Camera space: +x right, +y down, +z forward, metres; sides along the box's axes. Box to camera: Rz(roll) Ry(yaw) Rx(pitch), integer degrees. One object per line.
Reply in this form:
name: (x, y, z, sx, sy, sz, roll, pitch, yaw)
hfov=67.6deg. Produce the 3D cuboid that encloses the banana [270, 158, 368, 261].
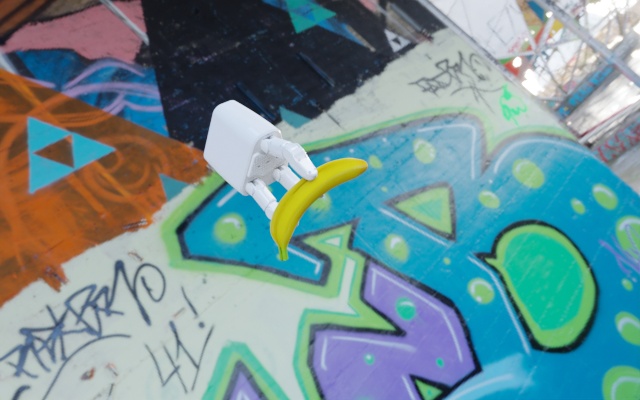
banana: (-0.010, -0.007, 0.693, 0.037, 0.197, 0.070, 28, -20, 45)
